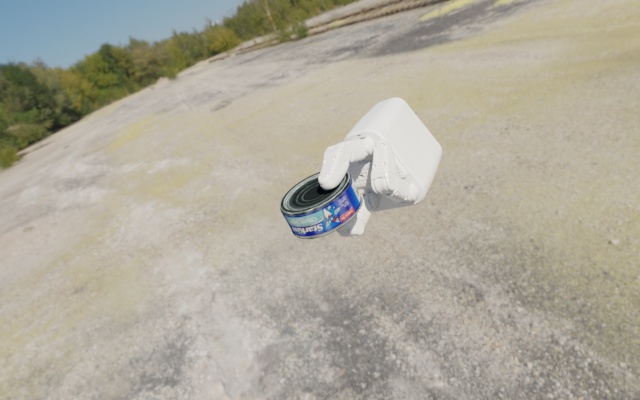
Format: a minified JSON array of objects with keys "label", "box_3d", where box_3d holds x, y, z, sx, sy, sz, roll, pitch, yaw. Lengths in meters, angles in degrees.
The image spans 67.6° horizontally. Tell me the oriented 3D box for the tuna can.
[{"label":"tuna can","box_3d":[0.000,0.001,0.515,0.086,0.034,0.086,-22,26,11]}]
